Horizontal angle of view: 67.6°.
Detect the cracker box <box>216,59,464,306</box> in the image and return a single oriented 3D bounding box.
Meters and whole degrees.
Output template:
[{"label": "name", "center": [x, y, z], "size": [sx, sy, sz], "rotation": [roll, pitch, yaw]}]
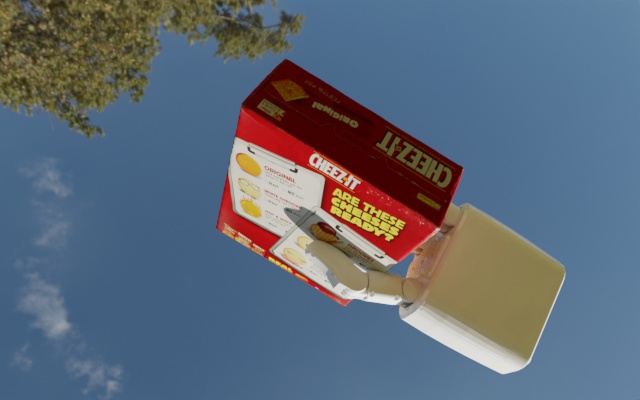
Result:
[{"label": "cracker box", "center": [0.000, 0.002, 0.433], "size": [0.164, 0.072, 0.214], "rotation": [31, -32, 0]}]
